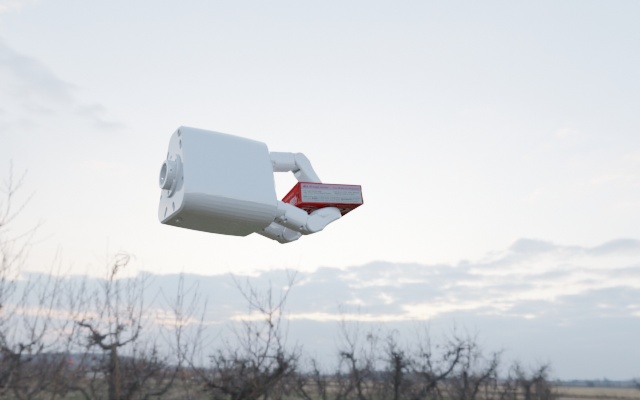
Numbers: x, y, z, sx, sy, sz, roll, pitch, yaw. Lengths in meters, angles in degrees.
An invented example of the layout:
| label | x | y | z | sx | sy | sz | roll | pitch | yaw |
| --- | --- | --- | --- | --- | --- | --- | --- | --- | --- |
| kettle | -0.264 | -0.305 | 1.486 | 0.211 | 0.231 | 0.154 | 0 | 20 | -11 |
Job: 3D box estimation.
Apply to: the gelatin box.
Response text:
| label | x | y | z | sx | sy | sz | roll | pitch | yaw |
| --- | --- | --- | --- | --- | --- | --- | --- | --- | --- |
| gelatin box | 0.000 | 0.002 | 0.615 | 0.089 | 0.030 | 0.073 | 1 | -17 | -22 |
